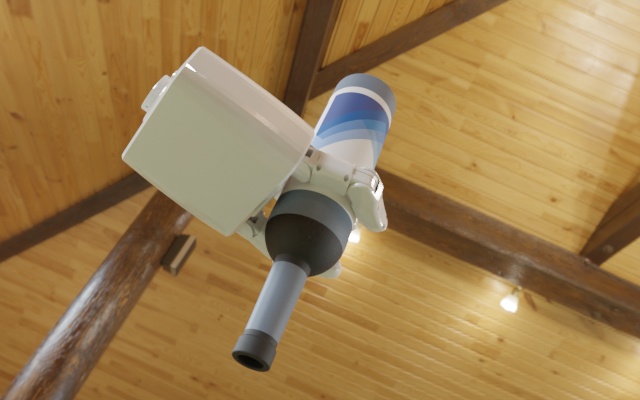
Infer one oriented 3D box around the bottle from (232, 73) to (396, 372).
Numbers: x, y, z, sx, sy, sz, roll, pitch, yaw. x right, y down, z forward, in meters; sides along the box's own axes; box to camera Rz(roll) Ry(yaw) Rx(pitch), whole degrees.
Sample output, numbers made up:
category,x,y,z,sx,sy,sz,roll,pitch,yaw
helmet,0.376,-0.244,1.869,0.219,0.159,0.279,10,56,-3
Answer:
category,x,y,z,sx,sy,sz,roll,pitch,yaw
bottle,0.000,0.001,0.405,0.069,0.295,0.069,14,-40,12
